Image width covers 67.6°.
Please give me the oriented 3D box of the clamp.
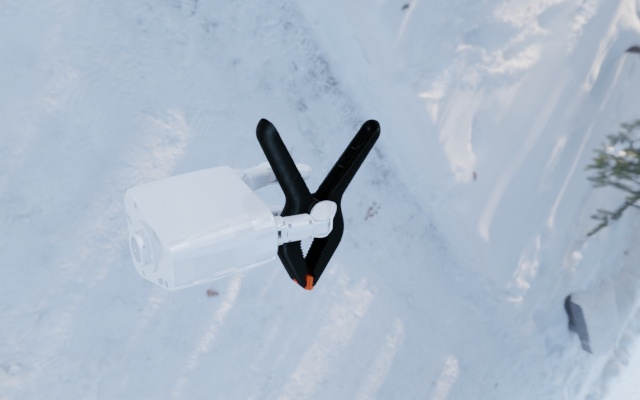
[{"bbox_3d":[0.000,0.003,0.547,0.164,0.210,0.036,-14,28,-35],"label":"clamp"}]
